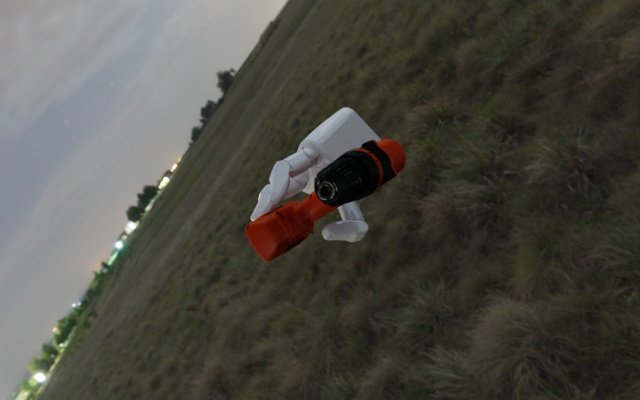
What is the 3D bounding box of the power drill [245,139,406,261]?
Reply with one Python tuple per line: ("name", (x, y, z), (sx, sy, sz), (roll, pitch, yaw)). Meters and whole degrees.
("power drill", (0.000, 0.002, 0.551), (0.188, 0.057, 0.184), (-34, -4, 32))
